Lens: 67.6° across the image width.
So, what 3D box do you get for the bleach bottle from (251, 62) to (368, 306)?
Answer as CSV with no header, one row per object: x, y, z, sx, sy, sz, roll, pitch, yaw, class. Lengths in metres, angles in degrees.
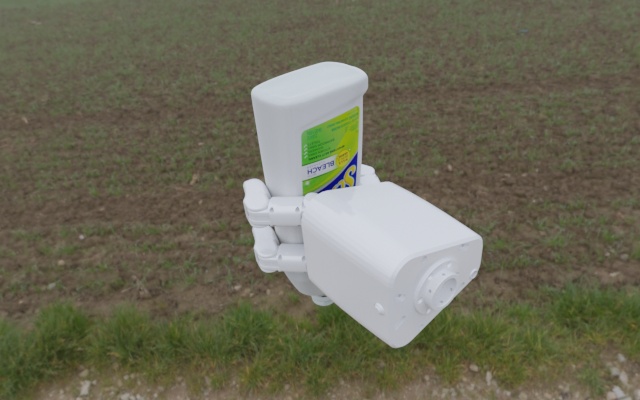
0.000,0.002,0.474,0.102,0.251,0.068,-27,39,-28,bleach bottle
